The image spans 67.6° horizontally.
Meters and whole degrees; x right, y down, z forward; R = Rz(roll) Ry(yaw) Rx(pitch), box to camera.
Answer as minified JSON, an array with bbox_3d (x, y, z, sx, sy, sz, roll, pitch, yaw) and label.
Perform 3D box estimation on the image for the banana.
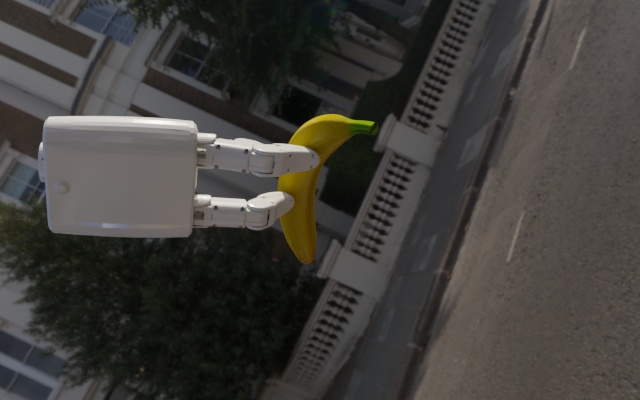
[{"bbox_3d":[-0.011,-0.013,0.458,0.037,0.069,0.198,-29,-25,-37],"label":"banana"}]
